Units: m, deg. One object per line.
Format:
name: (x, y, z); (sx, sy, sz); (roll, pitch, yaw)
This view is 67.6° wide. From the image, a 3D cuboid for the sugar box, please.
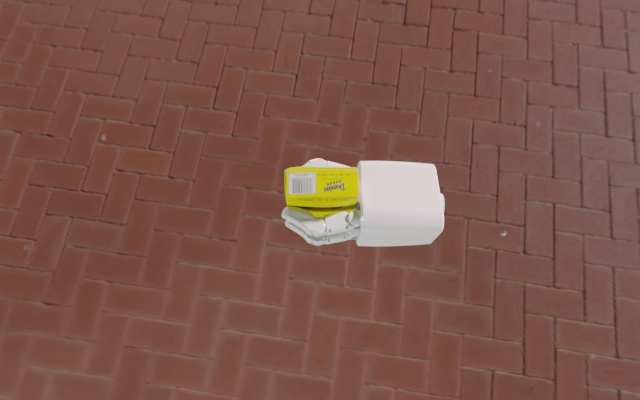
sugar box: (0.000, 0.003, 0.669); (0.093, 0.048, 0.176); (0, -18, 0)
